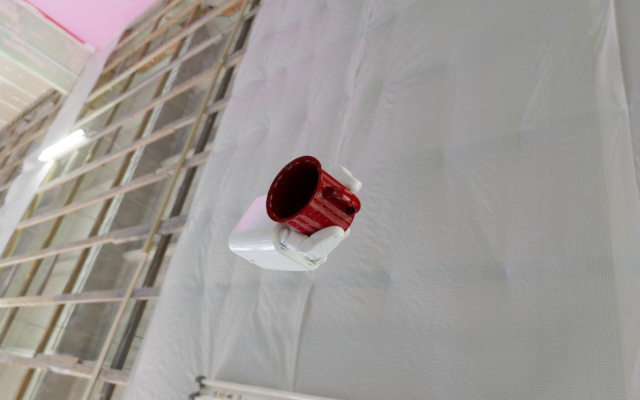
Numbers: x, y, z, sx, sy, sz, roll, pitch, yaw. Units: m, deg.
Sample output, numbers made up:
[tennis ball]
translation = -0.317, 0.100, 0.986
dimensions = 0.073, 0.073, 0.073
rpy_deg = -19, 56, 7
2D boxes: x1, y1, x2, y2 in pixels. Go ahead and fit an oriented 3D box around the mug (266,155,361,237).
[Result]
[mug]
translation = 0.001, 0.002, 0.598
dimensions = 0.117, 0.093, 0.081
rpy_deg = -7, -32, 43
